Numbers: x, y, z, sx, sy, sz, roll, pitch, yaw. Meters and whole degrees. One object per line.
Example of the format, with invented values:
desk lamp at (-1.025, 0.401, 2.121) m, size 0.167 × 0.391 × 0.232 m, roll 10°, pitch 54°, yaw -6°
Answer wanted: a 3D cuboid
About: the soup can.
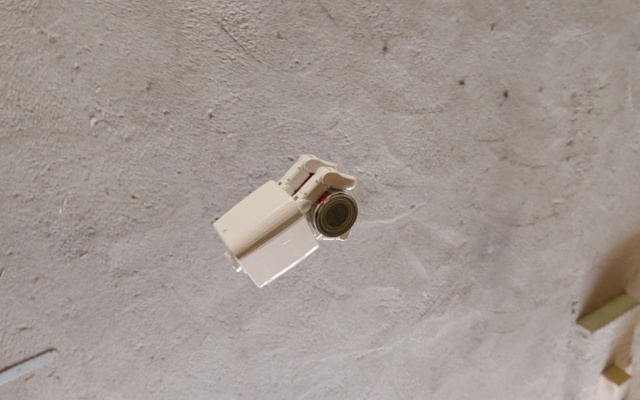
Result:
soup can at (0.001, 0.002, 0.686) m, size 0.068 × 0.068 × 0.102 m, roll 0°, pitch 22°, yaw -30°
